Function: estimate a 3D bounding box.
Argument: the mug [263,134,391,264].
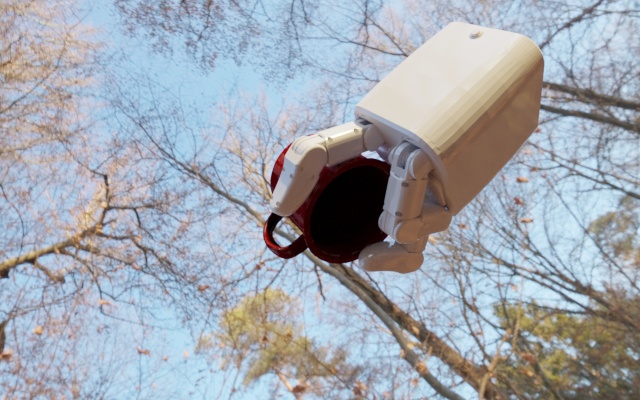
[{"bbox_3d":[-0.001,0.002,0.405,0.081,0.117,0.093,42,-7,49],"label":"mug"}]
